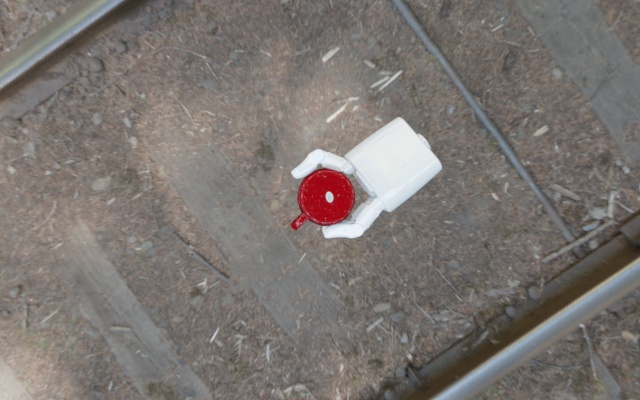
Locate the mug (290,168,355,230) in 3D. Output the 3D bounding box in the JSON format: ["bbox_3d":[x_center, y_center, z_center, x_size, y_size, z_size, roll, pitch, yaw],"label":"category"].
[{"bbox_3d":[-0.001,0.003,0.726,0.117,0.093,0.081,-39,1,0],"label":"mug"}]
